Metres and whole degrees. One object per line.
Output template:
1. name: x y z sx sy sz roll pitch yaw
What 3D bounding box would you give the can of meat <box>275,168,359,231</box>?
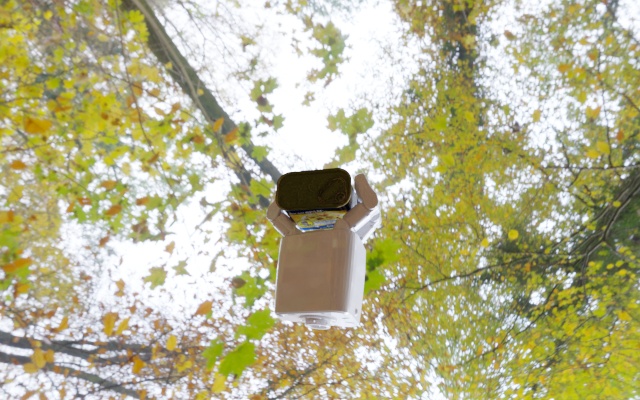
1. can of meat: 0.000 0.002 0.656 0.102 0.057 0.084 -4 -26 14
